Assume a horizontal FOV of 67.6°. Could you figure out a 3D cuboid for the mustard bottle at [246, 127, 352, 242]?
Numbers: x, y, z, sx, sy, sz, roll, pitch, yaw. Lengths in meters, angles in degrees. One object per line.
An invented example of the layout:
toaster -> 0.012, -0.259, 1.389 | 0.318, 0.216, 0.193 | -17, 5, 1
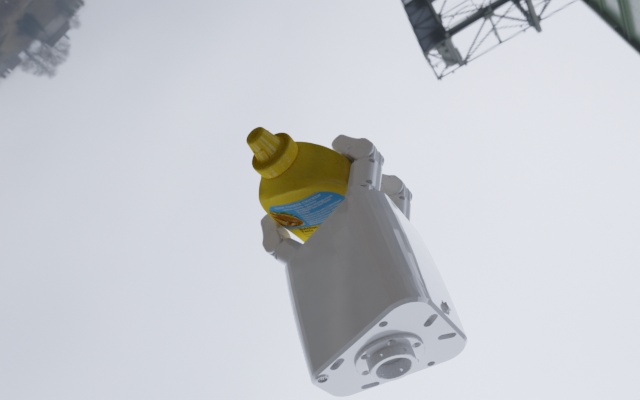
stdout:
mustard bottle -> 0.000, 0.001, 0.440 | 0.096, 0.058, 0.192 | -15, -43, 33
